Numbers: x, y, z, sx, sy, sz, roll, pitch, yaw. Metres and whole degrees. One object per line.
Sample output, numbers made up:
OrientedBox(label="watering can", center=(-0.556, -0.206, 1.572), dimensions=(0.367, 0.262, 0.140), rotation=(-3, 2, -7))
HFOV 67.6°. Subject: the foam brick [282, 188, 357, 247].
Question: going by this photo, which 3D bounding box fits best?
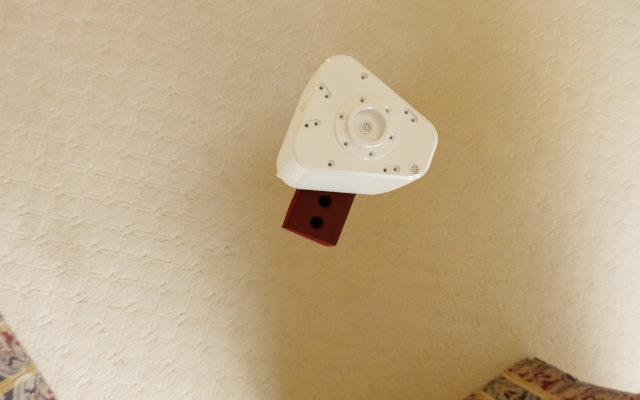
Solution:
OrientedBox(label="foam brick", center=(0.000, 0.002, 0.477), dimensions=(0.053, 0.078, 0.051), rotation=(22, -6, -8))
